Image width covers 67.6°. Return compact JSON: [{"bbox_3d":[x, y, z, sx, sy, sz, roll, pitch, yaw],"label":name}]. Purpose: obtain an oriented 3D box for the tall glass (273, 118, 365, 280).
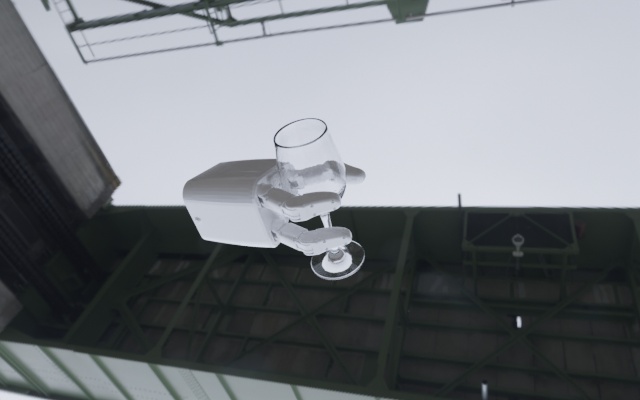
[{"bbox_3d":[0.000,0.002,0.585,0.079,0.201,0.079,-10,37,8],"label":"tall glass"}]
